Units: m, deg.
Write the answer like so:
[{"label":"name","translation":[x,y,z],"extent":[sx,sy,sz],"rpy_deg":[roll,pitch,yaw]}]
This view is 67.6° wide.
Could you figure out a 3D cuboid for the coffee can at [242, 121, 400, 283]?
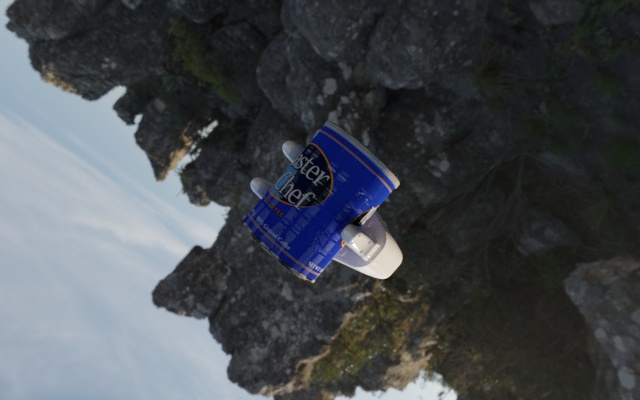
[{"label":"coffee can","translation":[0.000,0.002,0.511],"extent":[0.103,0.140,0.103],"rpy_deg":[41,0,0]}]
